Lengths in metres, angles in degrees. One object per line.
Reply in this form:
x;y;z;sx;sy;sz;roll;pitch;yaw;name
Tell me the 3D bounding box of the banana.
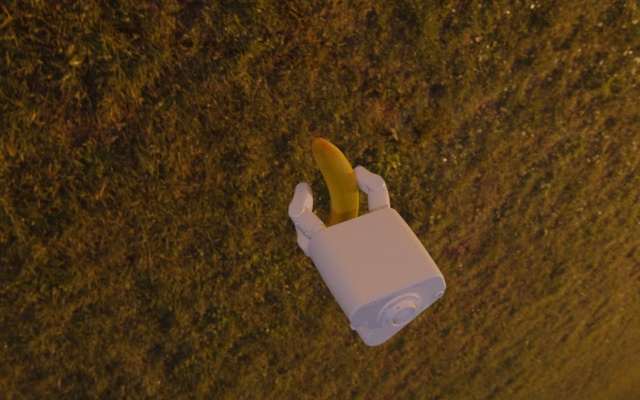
0.018;0.002;0.623;0.069;0.198;0.037;-9;43;-16;banana
